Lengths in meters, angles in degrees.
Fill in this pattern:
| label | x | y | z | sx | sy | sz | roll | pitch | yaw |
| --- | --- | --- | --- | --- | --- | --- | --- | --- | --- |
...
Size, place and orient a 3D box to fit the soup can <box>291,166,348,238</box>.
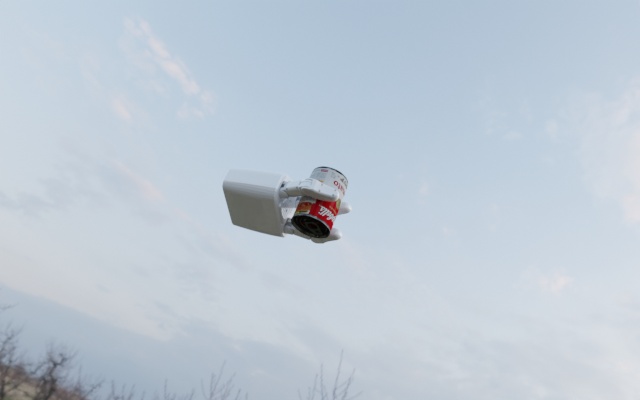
| label | x | y | z | sx | sy | sz | roll | pitch | yaw |
| --- | --- | --- | --- | --- | --- | --- | --- | --- | --- |
| soup can | 0.001 | 0.002 | 0.795 | 0.068 | 0.102 | 0.068 | 16 | -31 | 10 |
